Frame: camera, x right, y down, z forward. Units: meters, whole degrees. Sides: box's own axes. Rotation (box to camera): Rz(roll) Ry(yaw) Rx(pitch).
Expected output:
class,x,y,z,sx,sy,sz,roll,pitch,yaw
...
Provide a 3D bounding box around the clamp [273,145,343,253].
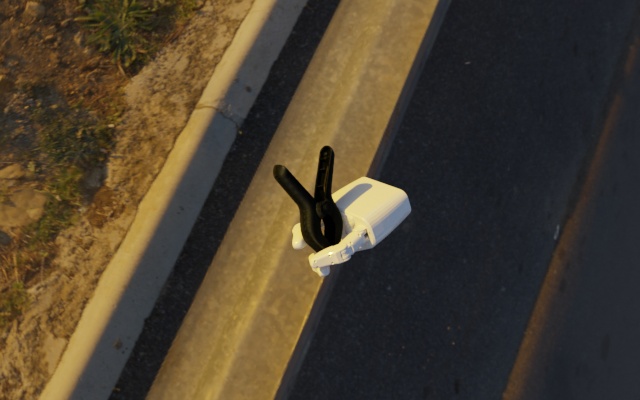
class,x,y,z,sx,sy,sz,roll,pitch,yaw
clamp,0.001,0.003,0.720,0.120,0.171,0.039,-35,25,-35
